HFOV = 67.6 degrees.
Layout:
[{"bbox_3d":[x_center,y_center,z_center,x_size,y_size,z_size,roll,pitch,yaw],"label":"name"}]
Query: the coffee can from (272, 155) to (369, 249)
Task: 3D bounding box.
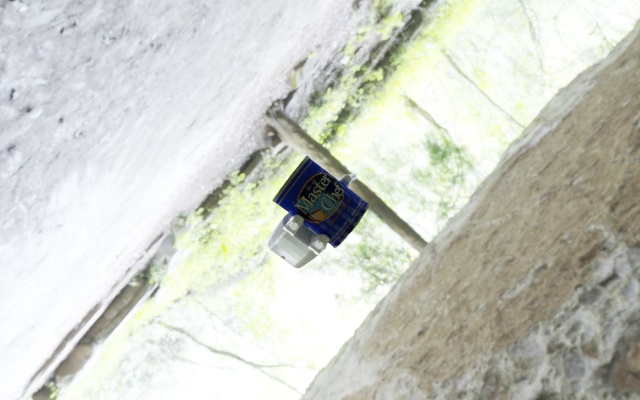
[{"bbox_3d":[0.000,0.003,0.845,0.140,0.103,0.103,38,-2,-3],"label":"coffee can"}]
